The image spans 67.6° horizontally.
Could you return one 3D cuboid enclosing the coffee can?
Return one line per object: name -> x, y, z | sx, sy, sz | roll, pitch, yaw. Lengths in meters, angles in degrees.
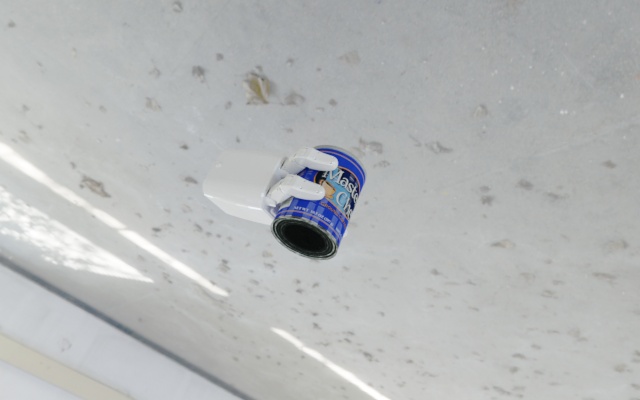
coffee can -> 0.000, 0.002, 0.710 | 0.103, 0.140, 0.103 | 16, -34, 12
